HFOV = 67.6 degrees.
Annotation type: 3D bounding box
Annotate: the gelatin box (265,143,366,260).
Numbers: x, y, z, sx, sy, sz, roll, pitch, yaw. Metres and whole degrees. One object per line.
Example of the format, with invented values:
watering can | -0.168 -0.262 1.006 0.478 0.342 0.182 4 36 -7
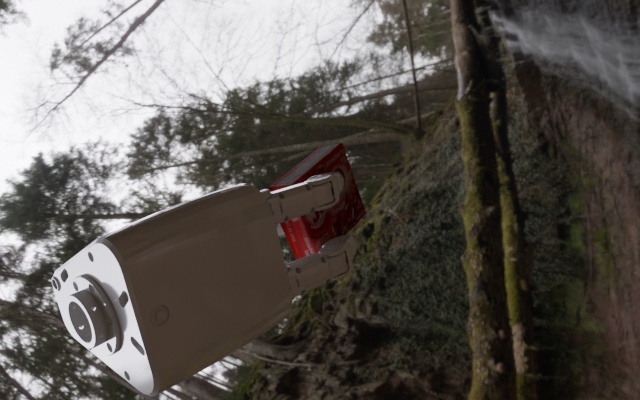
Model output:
gelatin box | 0.000 0.001 0.415 0.030 0.073 0.089 -5 25 37
